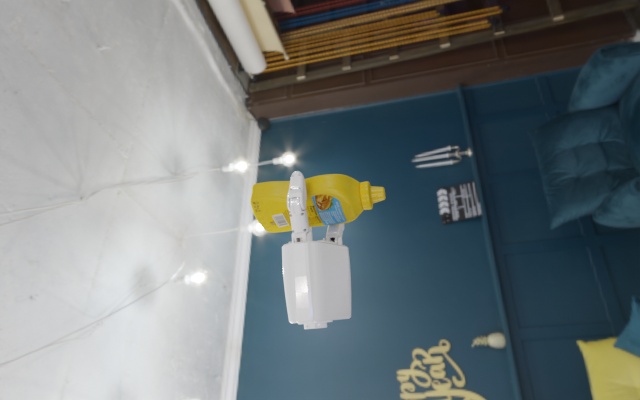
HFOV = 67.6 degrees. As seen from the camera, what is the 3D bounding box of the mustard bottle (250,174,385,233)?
[{"bbox_3d":[0.000,0.002,0.711,0.191,0.058,0.096,-7,-38,13],"label":"mustard bottle"}]
